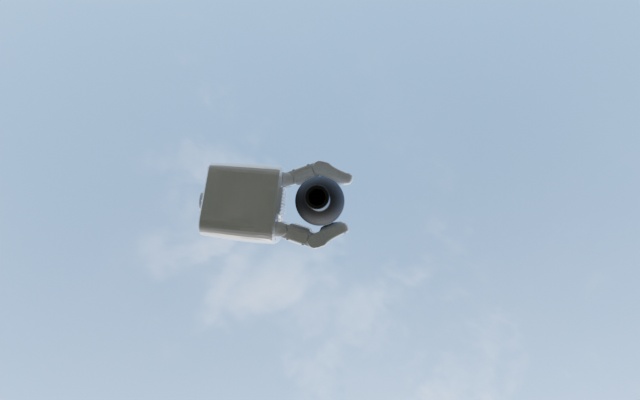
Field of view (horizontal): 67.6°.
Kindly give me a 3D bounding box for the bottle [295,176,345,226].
[{"bbox_3d":[0.000,0.002,0.673,0.069,0.069,0.296,0,-2,2],"label":"bottle"}]
